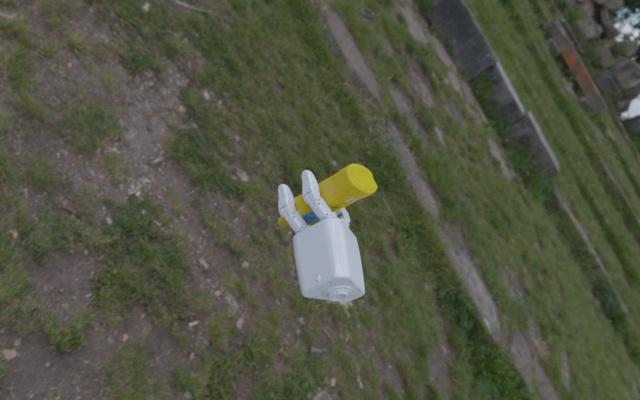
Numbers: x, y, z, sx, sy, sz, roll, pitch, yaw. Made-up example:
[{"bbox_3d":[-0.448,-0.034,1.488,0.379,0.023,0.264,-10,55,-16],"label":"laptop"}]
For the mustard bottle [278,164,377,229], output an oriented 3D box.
[{"bbox_3d":[0.000,0.002,0.847,0.192,0.058,0.096,-29,-13,28],"label":"mustard bottle"}]
